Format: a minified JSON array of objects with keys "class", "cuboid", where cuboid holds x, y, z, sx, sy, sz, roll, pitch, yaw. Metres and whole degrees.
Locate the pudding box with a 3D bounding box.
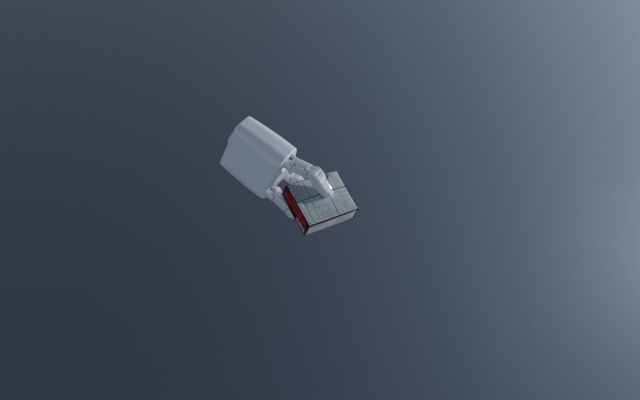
[{"class":"pudding box","cuboid":[0.000,0.003,0.853,0.113,0.090,0.039,-19,-21,-28]}]
